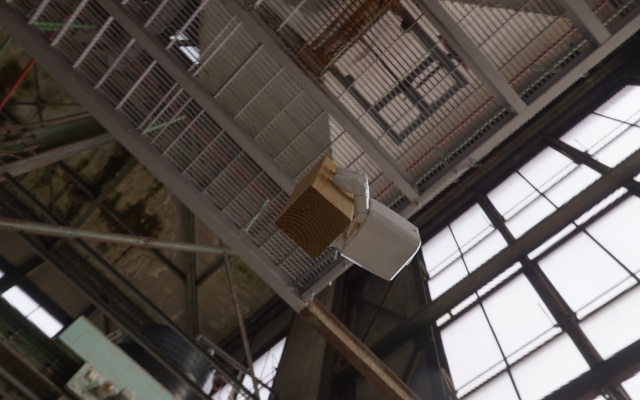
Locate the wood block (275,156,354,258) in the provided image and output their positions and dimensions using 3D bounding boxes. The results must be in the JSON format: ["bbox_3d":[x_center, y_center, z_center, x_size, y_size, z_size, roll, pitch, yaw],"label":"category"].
[{"bbox_3d":[0.000,0.003,0.835,0.090,0.091,0.206,41,18,-7],"label":"wood block"}]
